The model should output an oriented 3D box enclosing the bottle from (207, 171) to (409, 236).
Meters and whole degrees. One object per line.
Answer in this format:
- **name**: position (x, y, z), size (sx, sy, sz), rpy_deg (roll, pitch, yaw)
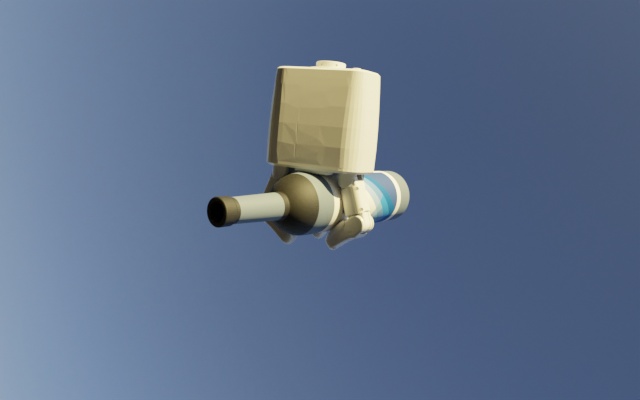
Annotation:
- **bottle**: position (0.000, 0.002, 0.531), size (0.069, 0.069, 0.295), rpy_deg (0, 3, 38)
